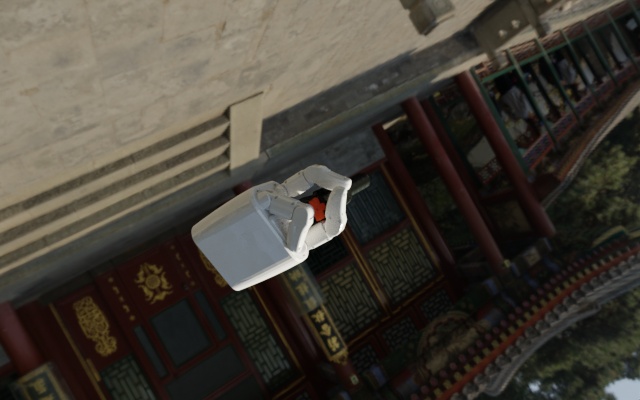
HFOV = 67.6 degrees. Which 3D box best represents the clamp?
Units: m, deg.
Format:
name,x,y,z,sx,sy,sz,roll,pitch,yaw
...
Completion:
name,x,y,z,sx,sy,sz,roll,pitch,yaw
clamp,0.000,0.003,0.671,0.120,0.039,0.171,-29,0,21
